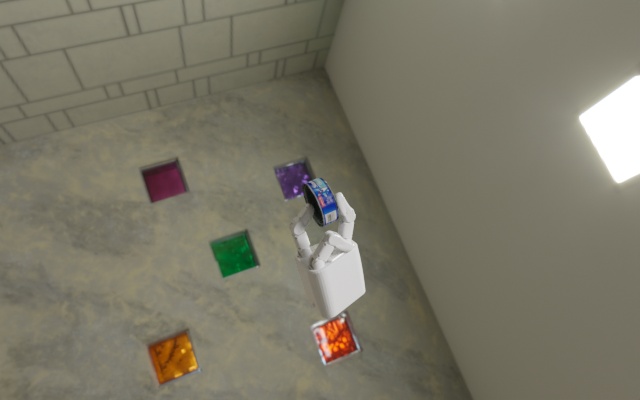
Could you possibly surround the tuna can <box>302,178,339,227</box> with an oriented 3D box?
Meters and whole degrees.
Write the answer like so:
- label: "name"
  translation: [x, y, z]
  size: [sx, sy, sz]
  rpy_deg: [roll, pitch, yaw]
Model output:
- label: "tuna can"
  translation: [0.001, 0.003, 0.862]
  size: [0.034, 0.086, 0.086]
  rpy_deg: [-23, 6, -14]
